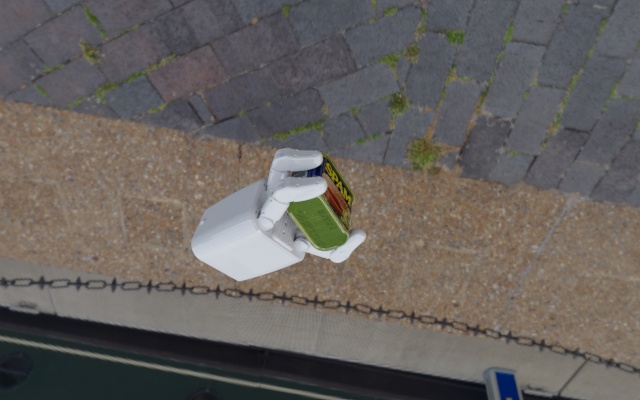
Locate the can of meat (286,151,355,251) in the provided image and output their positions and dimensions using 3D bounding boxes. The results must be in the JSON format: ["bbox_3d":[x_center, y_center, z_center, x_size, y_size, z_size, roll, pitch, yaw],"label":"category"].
[{"bbox_3d":[0.000,0.002,0.611,0.057,0.102,0.084,-21,33,22],"label":"can of meat"}]
